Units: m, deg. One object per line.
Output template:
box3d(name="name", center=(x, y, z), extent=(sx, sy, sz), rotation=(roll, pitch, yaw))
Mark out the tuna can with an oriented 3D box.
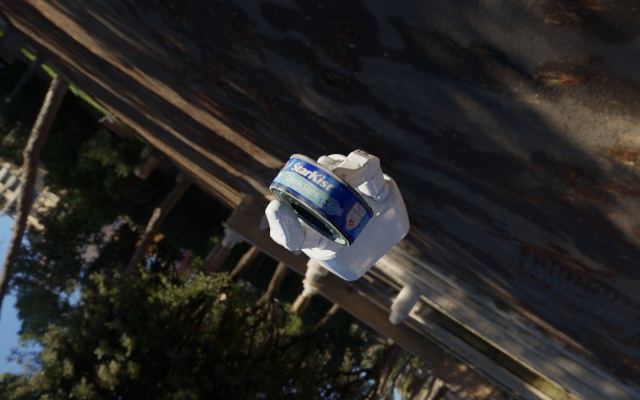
box3d(name="tuna can", center=(0.000, 0.002, 0.400), extent=(0.086, 0.033, 0.086), rotation=(35, -11, 8))
